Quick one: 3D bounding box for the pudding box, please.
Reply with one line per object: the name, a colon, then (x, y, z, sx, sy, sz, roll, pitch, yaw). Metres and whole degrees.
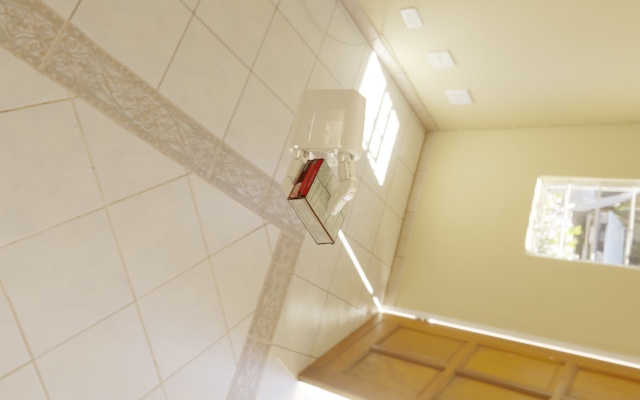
pudding box: (0.000, 0.002, 0.766, 0.039, 0.090, 0.114, -4, -45, 35)
